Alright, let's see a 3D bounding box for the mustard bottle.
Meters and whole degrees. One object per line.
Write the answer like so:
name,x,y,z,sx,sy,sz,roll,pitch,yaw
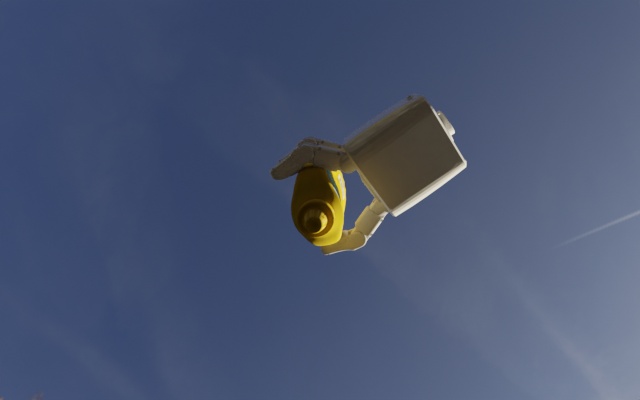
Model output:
mustard bottle,0.000,0.002,0.580,0.058,0.096,0.191,-10,13,6
